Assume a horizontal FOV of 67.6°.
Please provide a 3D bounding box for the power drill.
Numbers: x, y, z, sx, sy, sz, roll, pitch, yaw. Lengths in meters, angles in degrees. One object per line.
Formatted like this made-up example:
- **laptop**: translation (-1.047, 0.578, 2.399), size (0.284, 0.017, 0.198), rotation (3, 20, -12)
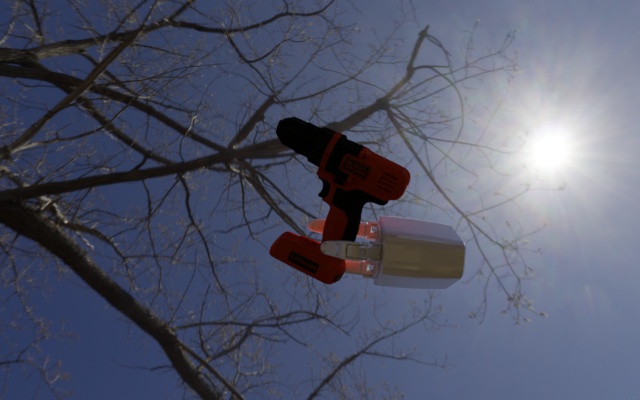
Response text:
- **power drill**: translation (0.000, 0.003, 0.630), size (0.184, 0.188, 0.057), rotation (27, 20, 8)
